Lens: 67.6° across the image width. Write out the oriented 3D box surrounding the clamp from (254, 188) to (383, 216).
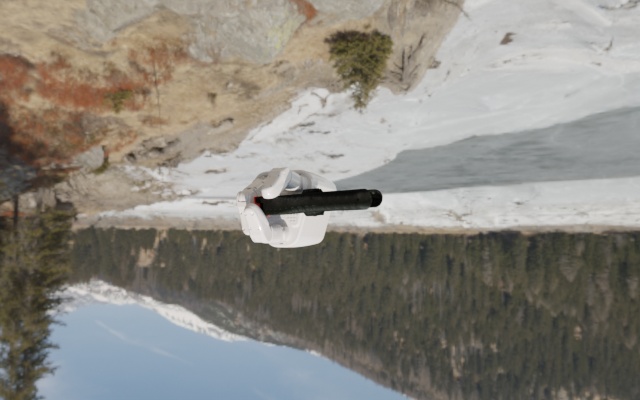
[{"bbox_3d":[0.000,0.003,0.629,0.171,0.039,0.120,-1,-5,23],"label":"clamp"}]
